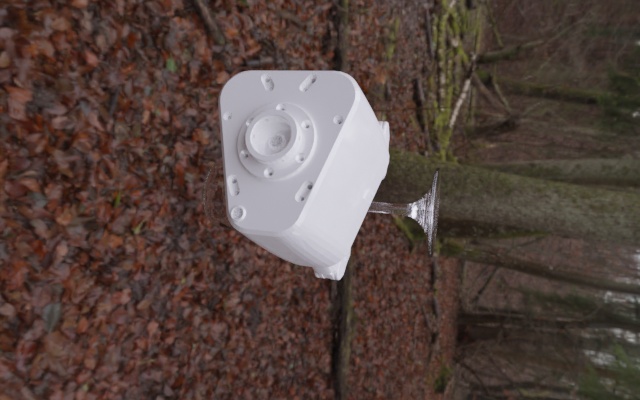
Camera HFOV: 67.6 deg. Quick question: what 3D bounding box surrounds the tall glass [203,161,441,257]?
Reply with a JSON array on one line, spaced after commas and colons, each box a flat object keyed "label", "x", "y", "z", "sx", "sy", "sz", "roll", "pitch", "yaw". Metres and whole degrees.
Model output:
[{"label": "tall glass", "x": 0.001, "y": 0.002, "z": 0.422, "sx": 0.201, "sy": 0.079, "sz": 0.079, "roll": 5, "pitch": 1, "yaw": 17}]
